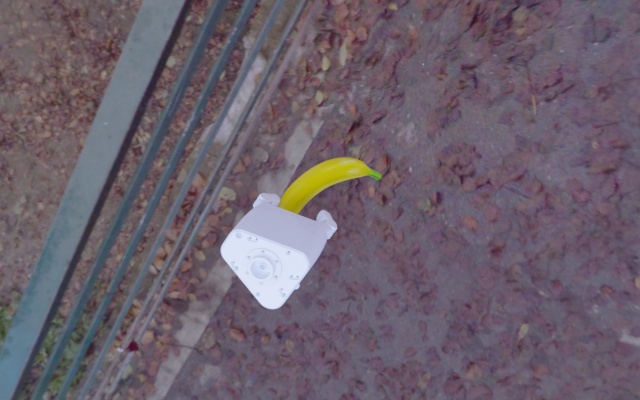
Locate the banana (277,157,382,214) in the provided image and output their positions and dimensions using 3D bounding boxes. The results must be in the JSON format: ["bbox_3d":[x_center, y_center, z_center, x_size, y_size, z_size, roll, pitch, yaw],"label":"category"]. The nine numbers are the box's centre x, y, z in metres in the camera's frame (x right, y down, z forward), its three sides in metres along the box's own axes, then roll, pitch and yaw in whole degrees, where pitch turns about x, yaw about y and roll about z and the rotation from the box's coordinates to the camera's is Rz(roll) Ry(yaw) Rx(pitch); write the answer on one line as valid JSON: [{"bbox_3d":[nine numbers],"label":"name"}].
[{"bbox_3d":[-0.007,-0.015,0.742,0.198,0.069,0.037,-28,9,16],"label":"banana"}]
